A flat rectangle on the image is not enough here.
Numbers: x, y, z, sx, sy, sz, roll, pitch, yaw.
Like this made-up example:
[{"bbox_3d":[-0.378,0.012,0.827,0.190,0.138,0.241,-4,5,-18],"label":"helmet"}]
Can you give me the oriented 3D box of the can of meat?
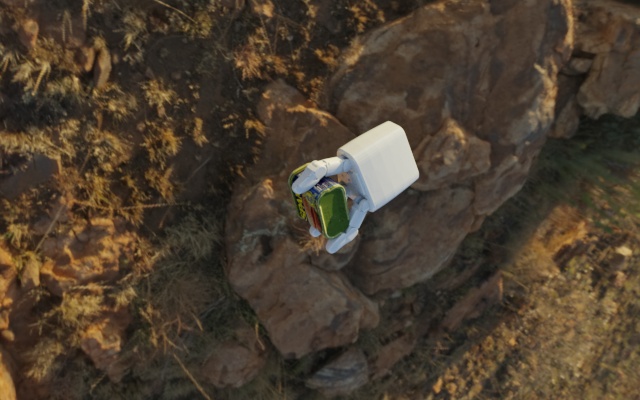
[{"bbox_3d":[0.000,0.003,0.773,0.057,0.102,0.084,-30,41,-21],"label":"can of meat"}]
